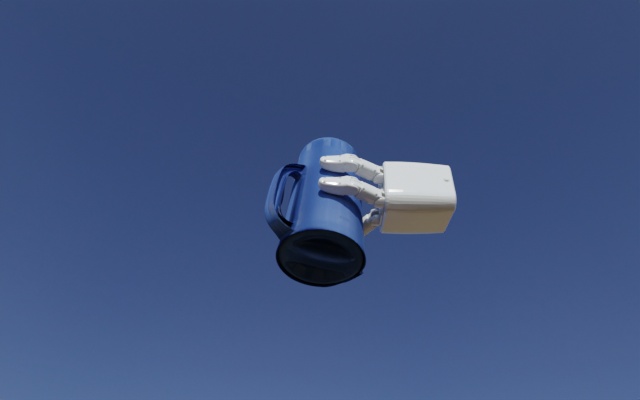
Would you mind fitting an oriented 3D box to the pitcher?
[{"bbox_3d":[0.000,0.003,0.774,0.145,0.149,0.242,0,44,5],"label":"pitcher"}]
